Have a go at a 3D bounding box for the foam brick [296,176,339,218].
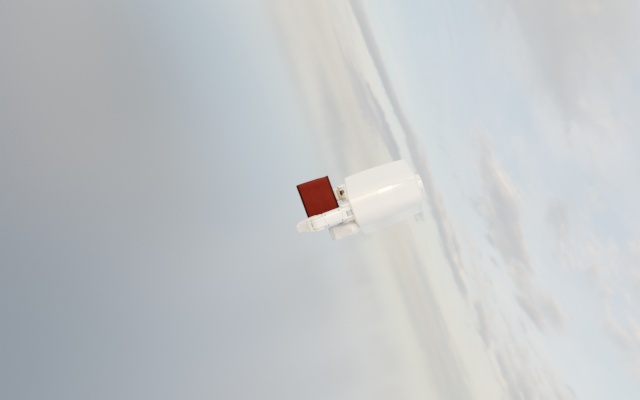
[{"bbox_3d":[0.000,0.002,0.778,0.051,0.078,0.053,-20,2,7],"label":"foam brick"}]
